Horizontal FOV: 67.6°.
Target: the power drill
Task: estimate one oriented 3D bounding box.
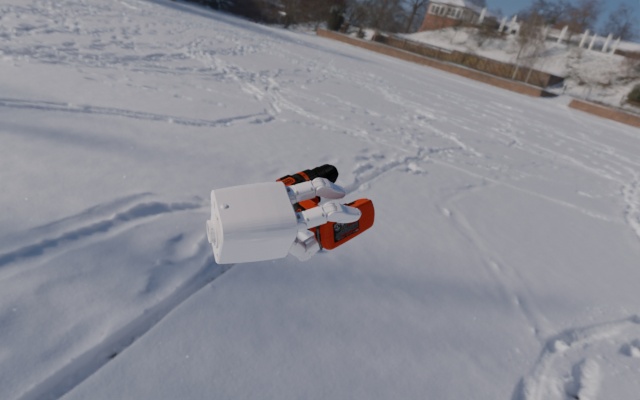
[{"bbox_3d":[0.000,0.003,0.797,0.184,0.057,0.187,-28,34,-29],"label":"power drill"}]
